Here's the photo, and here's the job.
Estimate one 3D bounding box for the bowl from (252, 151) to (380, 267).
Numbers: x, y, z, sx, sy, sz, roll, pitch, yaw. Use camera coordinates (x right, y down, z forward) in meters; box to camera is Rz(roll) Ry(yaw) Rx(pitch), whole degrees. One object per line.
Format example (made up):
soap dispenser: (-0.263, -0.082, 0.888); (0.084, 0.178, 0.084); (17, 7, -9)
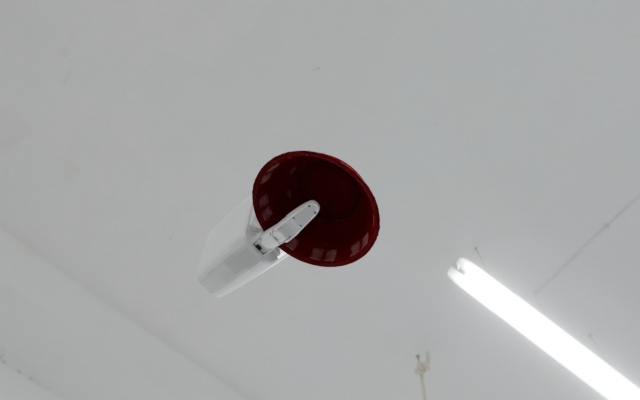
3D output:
bowl: (0.001, 0.001, 0.586); (0.162, 0.162, 0.055); (0, 30, 23)
